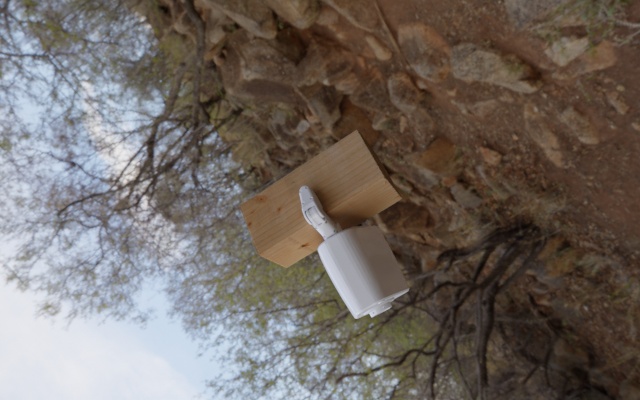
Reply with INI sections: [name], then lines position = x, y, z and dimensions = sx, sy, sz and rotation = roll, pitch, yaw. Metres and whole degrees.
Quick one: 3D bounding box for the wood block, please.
[wood block]
position = 0.000, 0.003, 0.697
dimensions = 0.206, 0.090, 0.091
rotation = -32, -30, 11
